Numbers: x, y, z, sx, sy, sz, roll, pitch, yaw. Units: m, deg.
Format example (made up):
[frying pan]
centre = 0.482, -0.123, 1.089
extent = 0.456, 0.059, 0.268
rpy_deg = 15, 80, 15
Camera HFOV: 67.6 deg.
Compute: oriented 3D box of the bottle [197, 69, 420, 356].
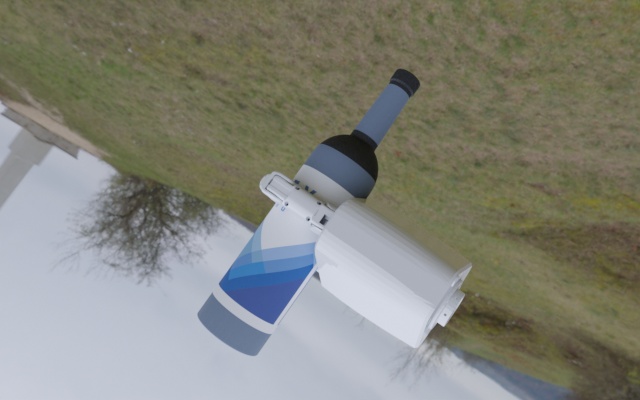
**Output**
[bottle]
centre = 0.000, 0.002, 0.446
extent = 0.069, 0.295, 0.069
rpy_deg = 35, -5, 4
